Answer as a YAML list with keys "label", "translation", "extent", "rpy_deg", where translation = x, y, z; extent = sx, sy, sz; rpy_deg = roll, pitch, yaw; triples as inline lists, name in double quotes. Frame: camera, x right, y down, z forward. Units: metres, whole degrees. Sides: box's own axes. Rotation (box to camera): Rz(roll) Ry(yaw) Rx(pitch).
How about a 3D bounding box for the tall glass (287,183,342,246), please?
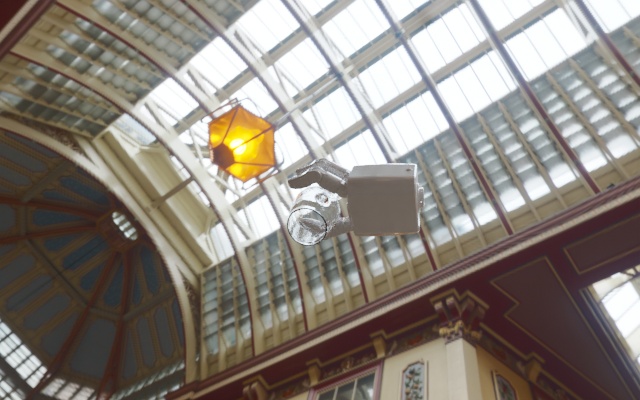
- label: "tall glass"
  translation: [0.000, 0.002, 0.794]
  extent: [0.079, 0.079, 0.201]
  rpy_deg: [0, 22, 13]
